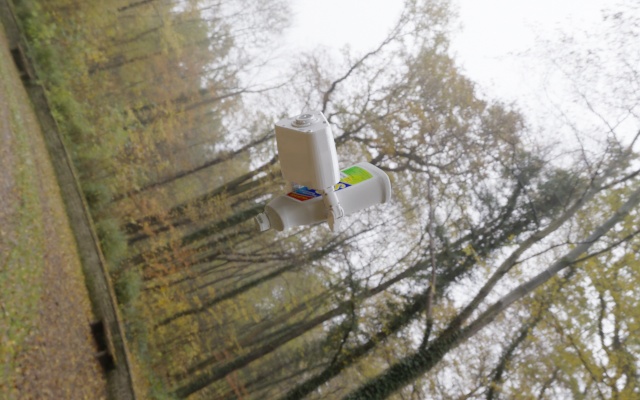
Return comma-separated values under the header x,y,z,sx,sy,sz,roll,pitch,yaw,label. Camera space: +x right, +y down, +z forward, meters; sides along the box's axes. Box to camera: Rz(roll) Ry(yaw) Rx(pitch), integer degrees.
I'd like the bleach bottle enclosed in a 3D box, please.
x,y,z,sx,sy,sz,roll,pitch,yaw,label
0.000,0.003,0.887,0.251,0.068,0.102,-21,33,-21,bleach bottle
